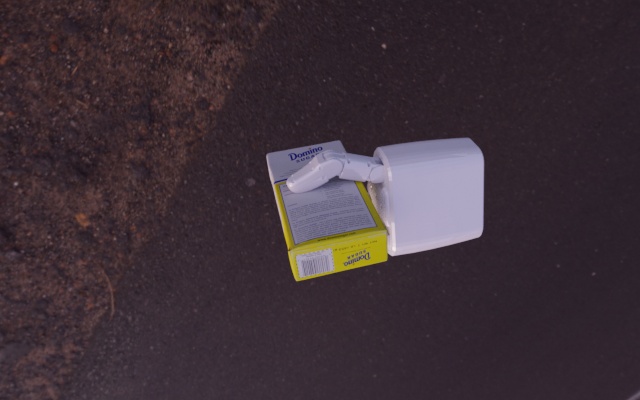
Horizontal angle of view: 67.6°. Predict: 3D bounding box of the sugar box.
[{"bbox_3d":[0.000,0.002,0.508,0.093,0.048,0.176,-11,35,-6],"label":"sugar box"}]
